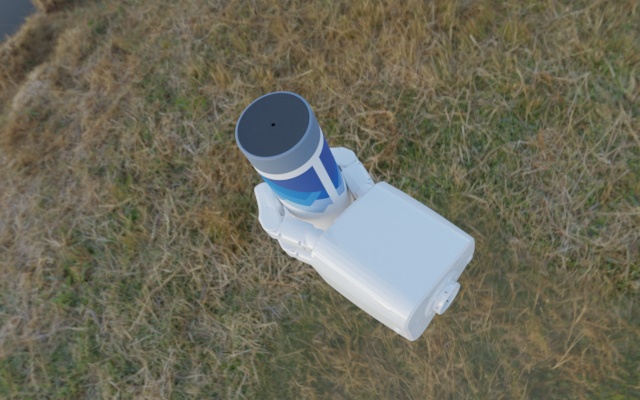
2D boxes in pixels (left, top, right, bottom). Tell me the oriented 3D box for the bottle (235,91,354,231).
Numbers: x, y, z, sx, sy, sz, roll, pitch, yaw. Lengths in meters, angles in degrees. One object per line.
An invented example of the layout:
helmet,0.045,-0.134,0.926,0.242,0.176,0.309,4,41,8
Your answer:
bottle,0.000,0.002,0.511,0.069,0.069,0.296,0,-25,17
